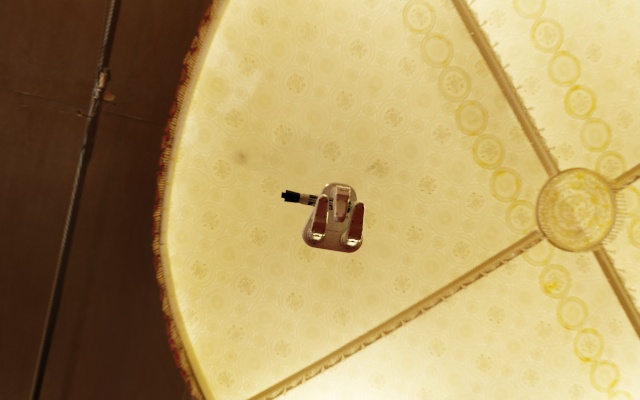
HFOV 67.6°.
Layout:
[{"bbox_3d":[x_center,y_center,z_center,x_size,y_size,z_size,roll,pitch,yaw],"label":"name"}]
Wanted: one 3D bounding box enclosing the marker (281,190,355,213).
[{"bbox_3d":[0.000,0.002,0.724,0.121,0.020,0.020,10,-1,-3],"label":"marker"}]
